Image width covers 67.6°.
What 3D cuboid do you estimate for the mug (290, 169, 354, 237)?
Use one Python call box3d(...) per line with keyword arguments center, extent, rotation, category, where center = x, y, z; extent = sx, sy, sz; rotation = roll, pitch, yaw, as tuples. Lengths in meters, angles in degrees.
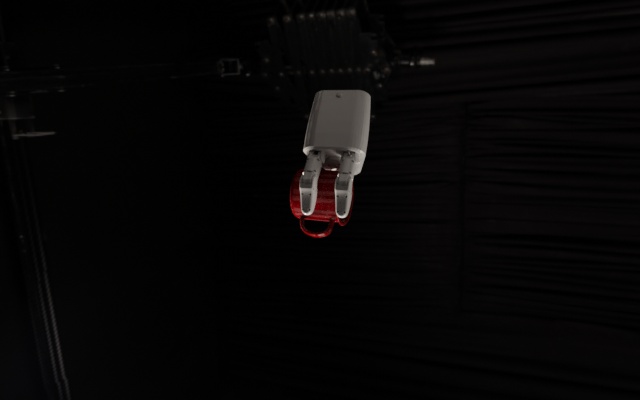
box3d(center=(0.000, 0.004, 0.766), extent=(0.081, 0.117, 0.093), rotation=(4, -19, 19), category="mug")
